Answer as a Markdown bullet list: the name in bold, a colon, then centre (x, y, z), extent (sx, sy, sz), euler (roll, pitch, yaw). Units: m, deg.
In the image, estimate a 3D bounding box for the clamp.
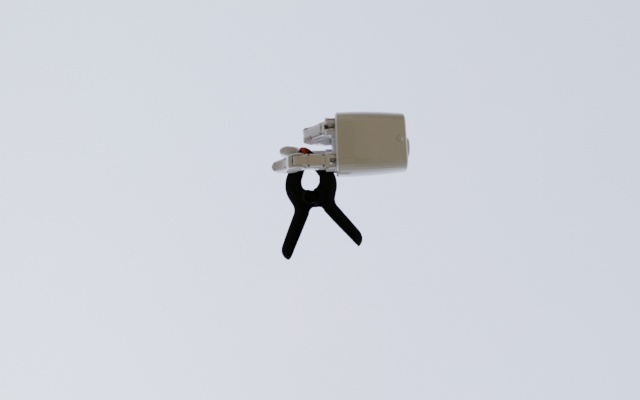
- **clamp**: centre (0.000, 0.002, 0.723), extent (0.120, 0.171, 0.039), euler (-2, -11, -1)
